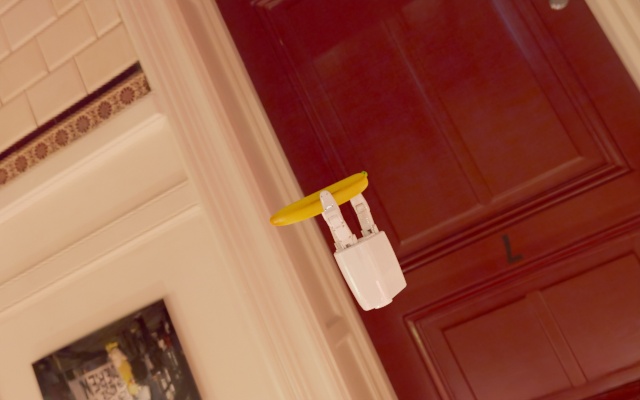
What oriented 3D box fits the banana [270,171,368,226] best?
[{"bbox_3d":[0.006,-0.001,0.822,0.198,0.037,0.069,-25,-1,-11],"label":"banana"}]
